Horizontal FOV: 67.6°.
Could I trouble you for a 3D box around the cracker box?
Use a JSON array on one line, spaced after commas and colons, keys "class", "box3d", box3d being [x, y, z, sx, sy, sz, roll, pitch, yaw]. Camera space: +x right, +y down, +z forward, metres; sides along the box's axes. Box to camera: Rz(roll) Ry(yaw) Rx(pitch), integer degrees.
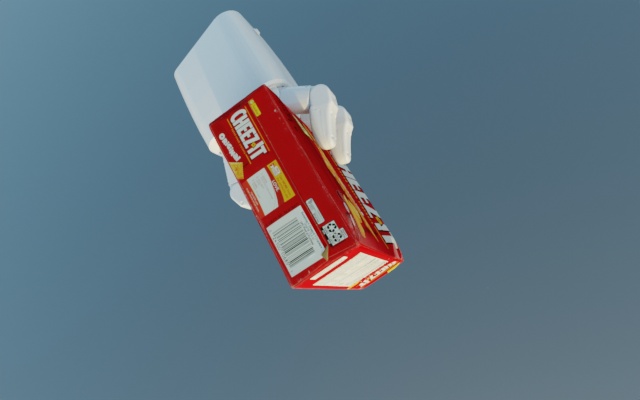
[{"class": "cracker box", "box3d": [0.000, 0.002, 0.477, 0.072, 0.164, 0.214, -34, -19, 11]}]
